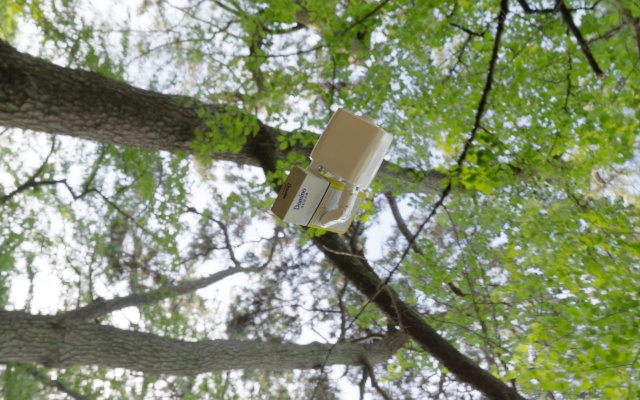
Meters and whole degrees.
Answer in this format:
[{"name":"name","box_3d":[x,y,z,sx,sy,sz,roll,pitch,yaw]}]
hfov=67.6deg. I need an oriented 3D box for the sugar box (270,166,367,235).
[{"name":"sugar box","box_3d":[0.000,0.002,0.866,0.176,0.093,0.048,18,15,-47]}]
